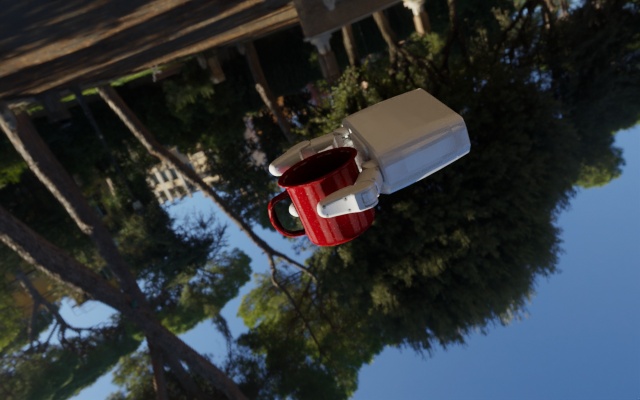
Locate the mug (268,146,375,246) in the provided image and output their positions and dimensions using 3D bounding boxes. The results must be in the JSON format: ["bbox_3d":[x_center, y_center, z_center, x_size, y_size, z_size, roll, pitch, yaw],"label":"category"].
[{"bbox_3d":[-0.001,0.003,0.531,0.117,0.081,0.093,-25,21,-5],"label":"mug"}]
